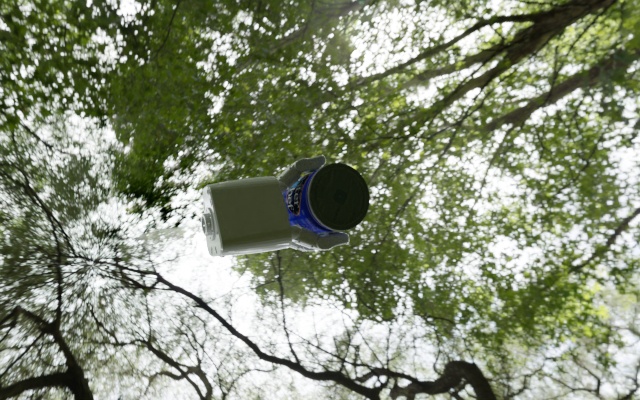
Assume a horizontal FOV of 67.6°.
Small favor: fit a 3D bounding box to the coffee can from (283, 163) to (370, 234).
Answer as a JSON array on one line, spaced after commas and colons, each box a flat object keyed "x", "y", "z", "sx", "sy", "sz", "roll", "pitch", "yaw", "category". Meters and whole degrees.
[{"x": 0.000, "y": 0.002, "z": 0.772, "sx": 0.103, "sy": 0.103, "sz": 0.140, "roll": 0, "pitch": -7, "yaw": -26, "category": "coffee can"}]
